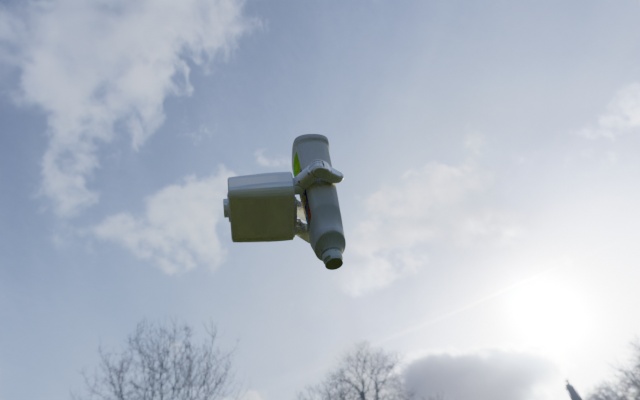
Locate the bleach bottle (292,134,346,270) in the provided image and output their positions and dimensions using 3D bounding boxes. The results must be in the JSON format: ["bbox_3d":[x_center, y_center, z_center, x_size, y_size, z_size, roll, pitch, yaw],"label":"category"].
[{"bbox_3d":[0.000,0.003,0.799,0.068,0.103,0.250,-3,45,-11],"label":"bleach bottle"}]
